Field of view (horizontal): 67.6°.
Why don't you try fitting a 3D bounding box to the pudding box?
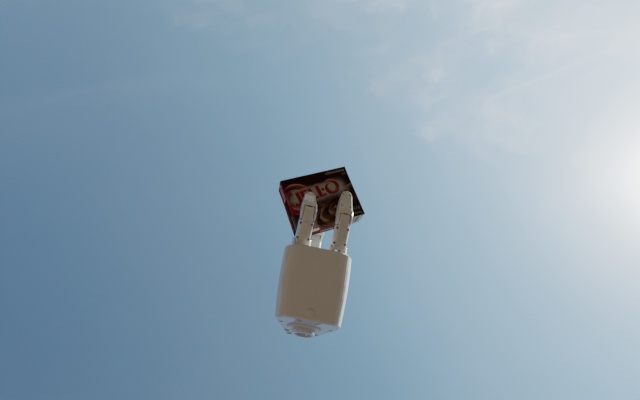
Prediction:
[{"bbox_3d":[0.000,0.003,0.750,0.113,0.090,0.039,-13,-23,-19],"label":"pudding box"}]
